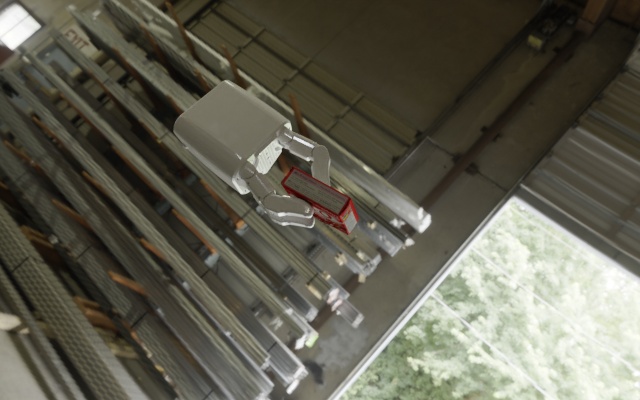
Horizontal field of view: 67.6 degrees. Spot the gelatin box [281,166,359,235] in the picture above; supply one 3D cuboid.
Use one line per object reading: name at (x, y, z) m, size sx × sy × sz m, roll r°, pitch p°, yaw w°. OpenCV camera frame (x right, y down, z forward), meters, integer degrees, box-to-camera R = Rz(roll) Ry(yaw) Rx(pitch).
gelatin box at (0.001, 0.002, 0.595) m, size 0.089 × 0.030 × 0.073 m, roll 29°, pitch -13°, yaw 21°
